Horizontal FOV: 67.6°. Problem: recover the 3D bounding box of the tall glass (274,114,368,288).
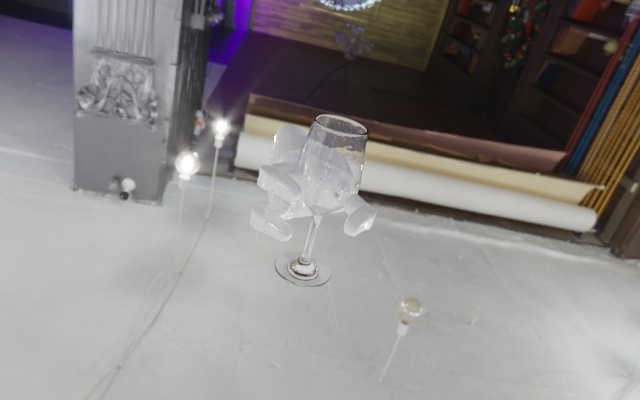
[{"bbox_3d":[0.000,0.003,0.569,0.079,0.201,0.079,12,27,-6],"label":"tall glass"}]
